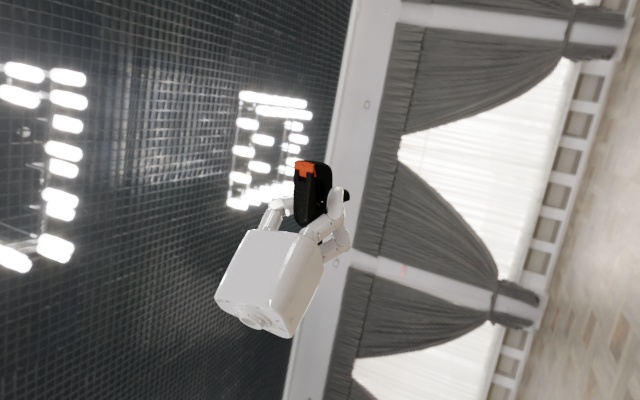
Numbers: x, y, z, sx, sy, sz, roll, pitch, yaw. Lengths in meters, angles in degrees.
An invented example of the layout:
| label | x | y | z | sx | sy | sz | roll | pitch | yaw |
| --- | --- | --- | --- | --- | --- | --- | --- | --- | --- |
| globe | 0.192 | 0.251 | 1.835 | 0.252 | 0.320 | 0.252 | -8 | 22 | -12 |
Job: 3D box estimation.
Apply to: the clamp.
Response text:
| label | x | y | z | sx | sy | sz | roll | pitch | yaw |
| --- | --- | --- | --- | --- | --- | --- | --- | --- | --- |
| clamp | -0.001 | 0.002 | 0.686 | 0.036 | 0.164 | 0.210 | 13 | -34 | 18 |
